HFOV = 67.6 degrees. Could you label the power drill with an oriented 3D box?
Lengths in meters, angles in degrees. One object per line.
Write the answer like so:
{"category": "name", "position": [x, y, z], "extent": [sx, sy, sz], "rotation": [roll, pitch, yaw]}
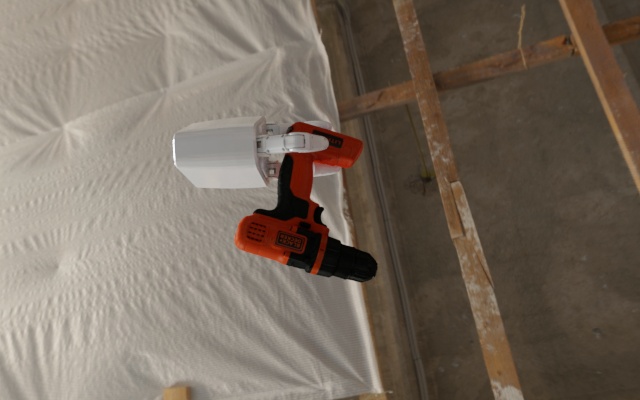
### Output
{"category": "power drill", "position": [0.000, 0.002, 0.622], "extent": [0.184, 0.187, 0.057], "rotation": [17, -21, -7]}
